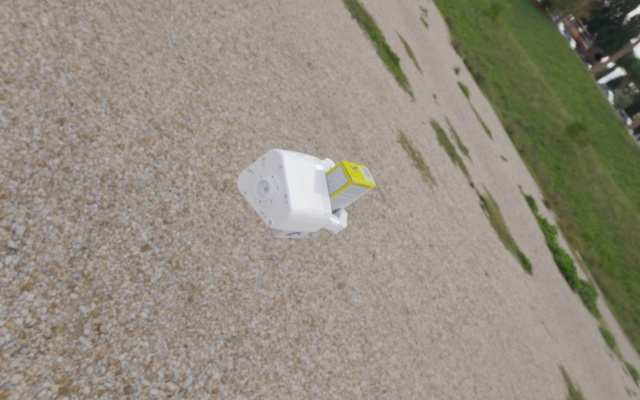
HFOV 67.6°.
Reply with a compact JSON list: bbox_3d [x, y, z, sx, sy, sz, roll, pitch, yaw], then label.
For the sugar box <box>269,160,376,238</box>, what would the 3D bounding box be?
[{"bbox_3d":[0.000,0.002,0.807,0.176,0.048,0.093,-33,-20,25],"label":"sugar box"}]
